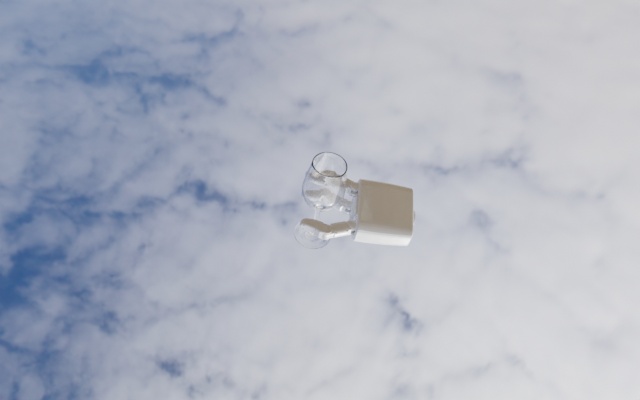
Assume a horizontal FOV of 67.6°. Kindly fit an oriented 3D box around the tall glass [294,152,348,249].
[{"bbox_3d":[0.000,0.003,0.884,0.079,0.079,0.201,0,-40,-12],"label":"tall glass"}]
